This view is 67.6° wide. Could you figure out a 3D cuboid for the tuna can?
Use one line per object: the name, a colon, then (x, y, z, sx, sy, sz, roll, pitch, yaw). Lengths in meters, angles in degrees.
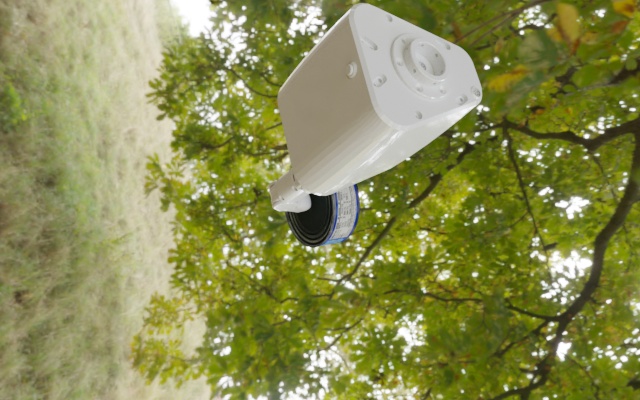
tuna can: (0.001, 0.001, 0.468, 0.034, 0.086, 0.086, -6, 3, -35)
